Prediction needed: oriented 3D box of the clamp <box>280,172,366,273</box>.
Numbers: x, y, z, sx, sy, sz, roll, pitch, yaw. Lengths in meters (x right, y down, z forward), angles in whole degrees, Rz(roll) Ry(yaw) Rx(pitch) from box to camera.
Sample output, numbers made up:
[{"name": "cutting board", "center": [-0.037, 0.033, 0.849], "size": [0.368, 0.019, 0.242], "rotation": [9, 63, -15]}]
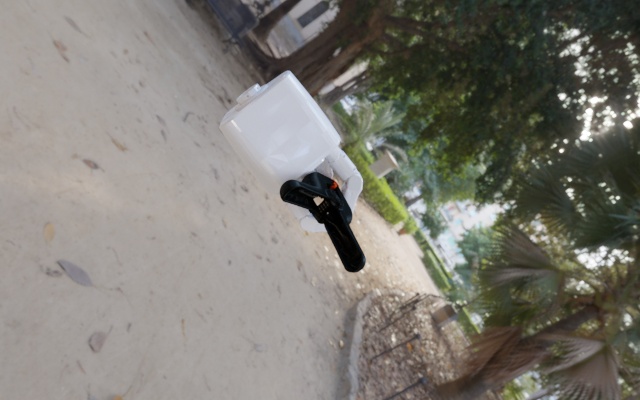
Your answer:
[{"name": "clamp", "center": [0.001, 0.001, 0.549], "size": [0.039, 0.120, 0.171], "rotation": [-34, 21, 9]}]
